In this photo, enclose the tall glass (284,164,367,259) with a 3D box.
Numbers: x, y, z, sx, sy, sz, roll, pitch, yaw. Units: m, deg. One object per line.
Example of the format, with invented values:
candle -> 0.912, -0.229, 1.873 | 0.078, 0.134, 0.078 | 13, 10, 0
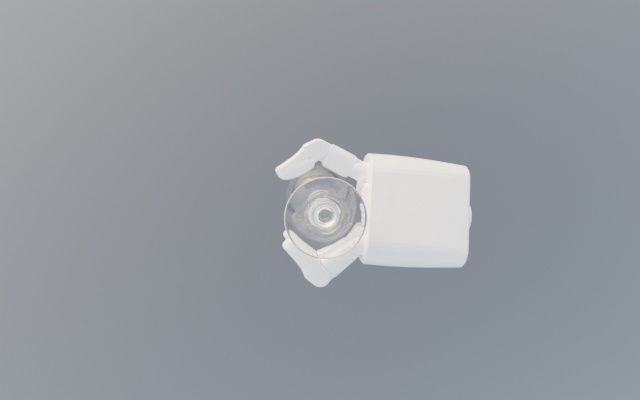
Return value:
tall glass -> 0.000, 0.002, 0.520 | 0.079, 0.079, 0.201 | 0, 8, -3
